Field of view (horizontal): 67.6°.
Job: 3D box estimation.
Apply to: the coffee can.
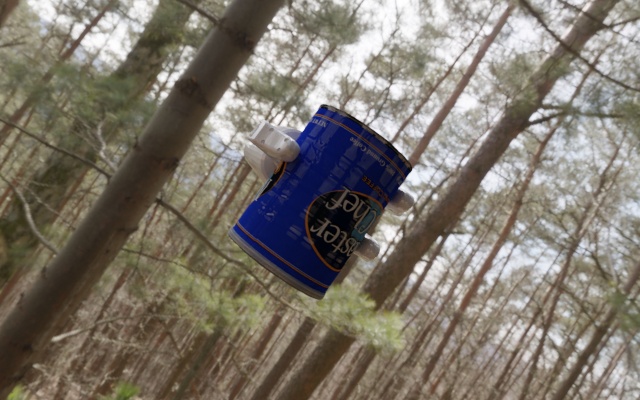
[{"bbox_3d":[0.000,0.002,0.427,0.103,0.140,0.103,35,-2,1],"label":"coffee can"}]
